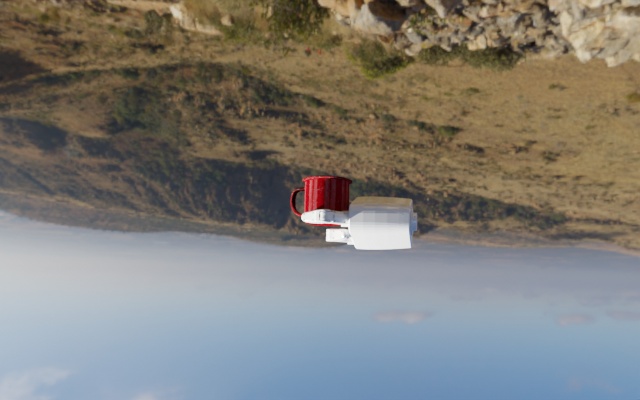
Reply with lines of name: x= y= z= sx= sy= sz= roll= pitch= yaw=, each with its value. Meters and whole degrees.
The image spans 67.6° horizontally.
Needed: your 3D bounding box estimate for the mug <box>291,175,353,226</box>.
mug: x=-0.001 y=0.003 z=0.884 sx=0.117 sy=0.081 sz=0.093 roll=0 pitch=-9 yaw=15
